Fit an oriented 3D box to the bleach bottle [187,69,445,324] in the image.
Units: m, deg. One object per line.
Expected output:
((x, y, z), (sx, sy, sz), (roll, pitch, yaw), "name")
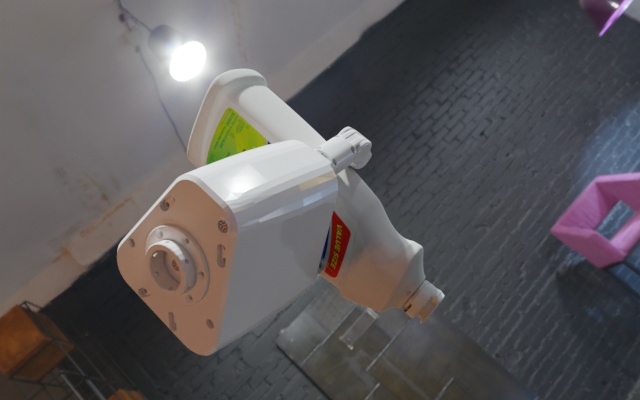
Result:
((0.000, 0.001, 0.402), (0.251, 0.103, 0.068), (40, 33, 15), "bleach bottle")
